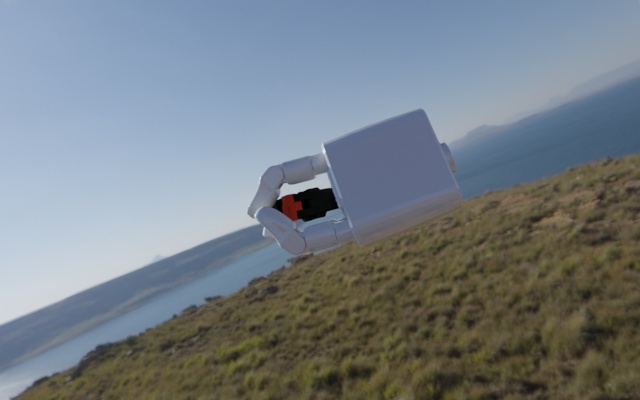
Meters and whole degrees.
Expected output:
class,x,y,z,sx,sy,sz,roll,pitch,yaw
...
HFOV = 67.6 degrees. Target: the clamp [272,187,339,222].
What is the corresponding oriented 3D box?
class,x,y,z,sx,sy,sz,roll,pitch,yaw
clamp,0.000,0.001,0.554,0.120,0.039,0.171,-20,0,6
